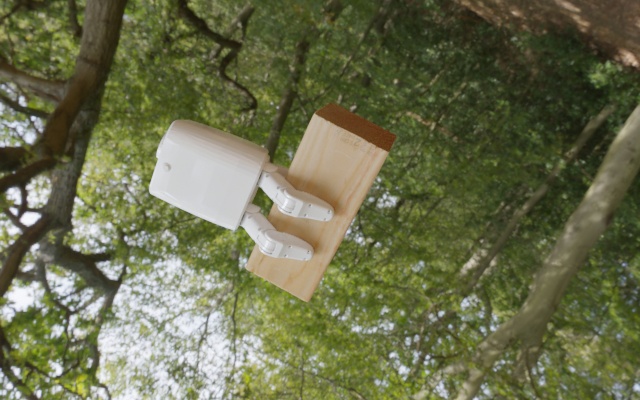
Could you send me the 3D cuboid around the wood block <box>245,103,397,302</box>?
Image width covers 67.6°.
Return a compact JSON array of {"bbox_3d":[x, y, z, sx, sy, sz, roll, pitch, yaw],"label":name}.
[{"bbox_3d":[0.000,0.002,0.564,0.090,0.206,0.090,28,24,3],"label":"wood block"}]
